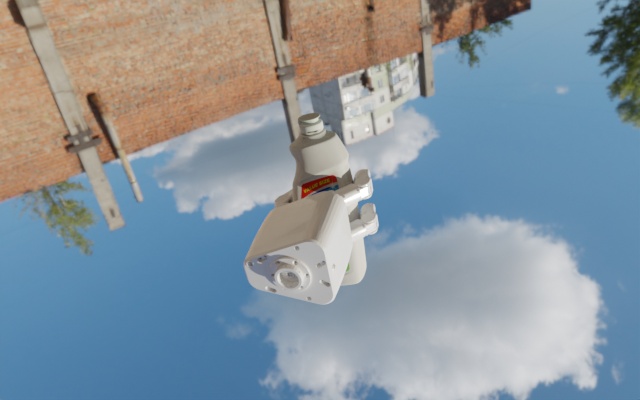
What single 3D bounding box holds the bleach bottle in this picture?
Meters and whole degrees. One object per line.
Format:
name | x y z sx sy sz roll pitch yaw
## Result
bleach bottle | 0.000 0.002 0.669 0.102 0.251 0.068 -3 29 17
